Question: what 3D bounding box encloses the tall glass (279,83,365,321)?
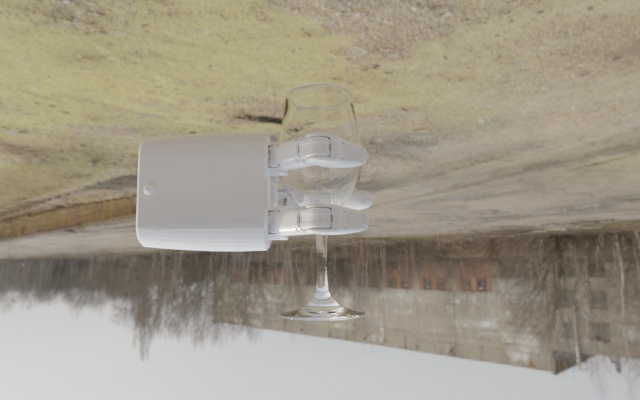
[{"bbox_3d":[0.000,0.002,0.430,0.079,0.201,0.079,-1,-7,0],"label":"tall glass"}]
